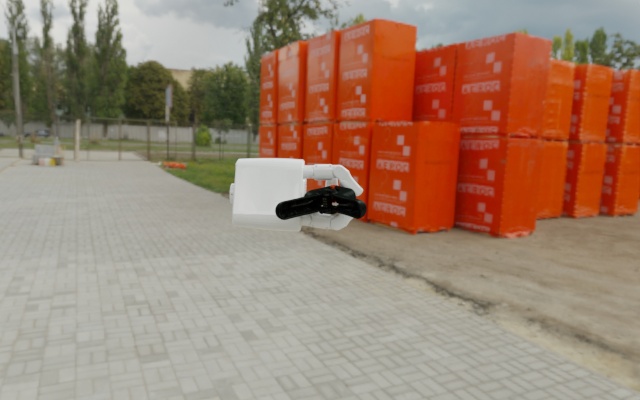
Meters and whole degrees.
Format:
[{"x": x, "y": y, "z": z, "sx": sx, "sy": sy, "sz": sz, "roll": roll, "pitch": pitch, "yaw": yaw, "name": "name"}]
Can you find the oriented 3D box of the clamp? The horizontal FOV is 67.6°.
[{"x": 0.000, "y": 0.002, "z": 0.691, "sx": 0.120, "sy": 0.039, "sz": 0.171, "roll": 3, "pitch": 7, "yaw": 0, "name": "clamp"}]
